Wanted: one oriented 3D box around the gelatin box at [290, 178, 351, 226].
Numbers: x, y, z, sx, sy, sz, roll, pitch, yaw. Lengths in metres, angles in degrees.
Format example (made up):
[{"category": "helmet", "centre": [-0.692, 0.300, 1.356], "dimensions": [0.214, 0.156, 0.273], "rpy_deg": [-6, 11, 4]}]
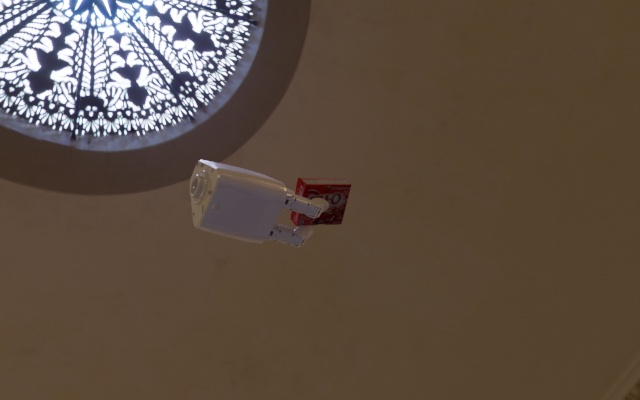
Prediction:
[{"category": "gelatin box", "centre": [0.000, 0.002, 0.774], "dimensions": [0.089, 0.073, 0.030], "rpy_deg": [0, 25, -31]}]
